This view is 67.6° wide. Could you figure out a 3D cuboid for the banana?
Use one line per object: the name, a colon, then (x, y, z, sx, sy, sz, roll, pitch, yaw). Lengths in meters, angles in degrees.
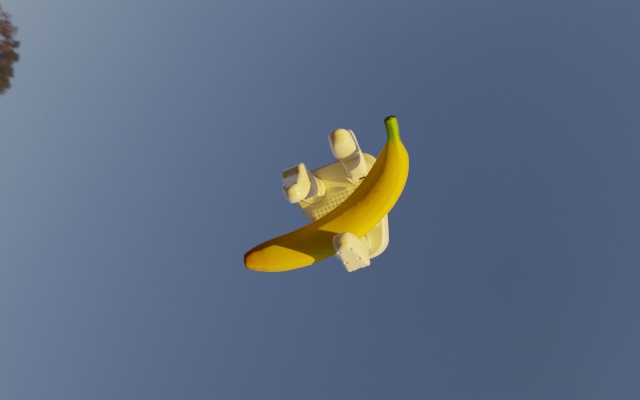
banana: (0.016, 0.012, 0.449, 0.069, 0.198, 0.037, 44, 11, -10)
